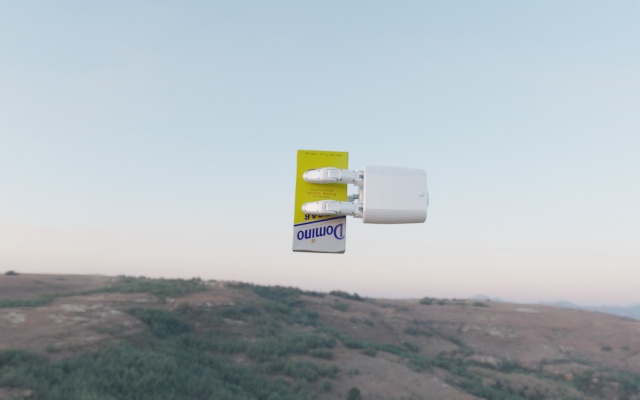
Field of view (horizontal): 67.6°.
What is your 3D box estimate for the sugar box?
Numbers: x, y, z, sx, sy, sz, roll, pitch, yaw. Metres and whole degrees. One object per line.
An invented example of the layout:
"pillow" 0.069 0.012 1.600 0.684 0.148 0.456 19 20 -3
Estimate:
"sugar box" 0.000 0.003 0.829 0.093 0.176 0.048 2 -12 -1
